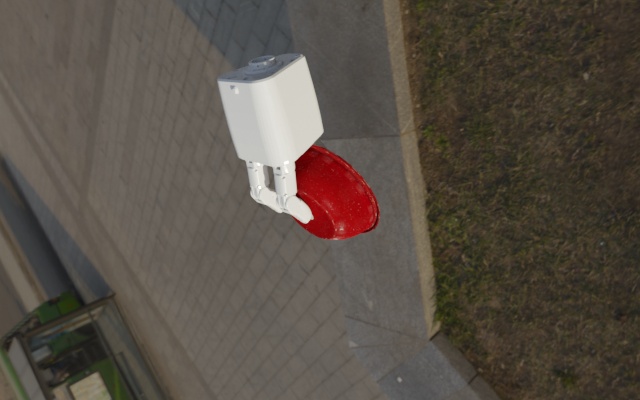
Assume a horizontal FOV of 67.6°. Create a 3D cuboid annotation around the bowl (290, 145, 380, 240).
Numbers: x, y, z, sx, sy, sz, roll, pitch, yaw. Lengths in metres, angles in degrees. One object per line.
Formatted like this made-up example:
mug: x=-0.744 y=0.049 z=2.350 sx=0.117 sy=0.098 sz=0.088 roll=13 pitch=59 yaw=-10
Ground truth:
bowl: x=0.001 y=0.003 z=0.660 sx=0.162 sy=0.162 sz=0.055 roll=0 pitch=41 yaw=53
